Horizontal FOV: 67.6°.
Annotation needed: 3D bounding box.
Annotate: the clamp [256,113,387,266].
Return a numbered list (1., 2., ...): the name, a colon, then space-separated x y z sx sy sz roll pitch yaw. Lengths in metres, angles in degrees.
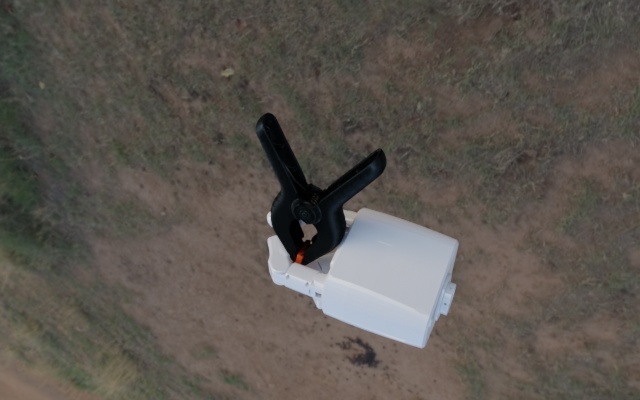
1. clamp: 0.000 0.002 0.460 0.120 0.172 0.039 17 45 21
